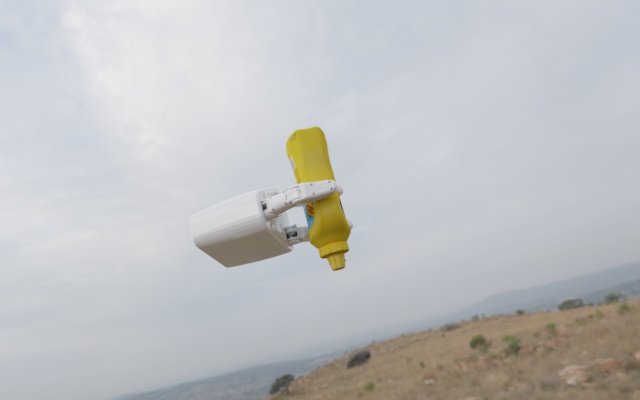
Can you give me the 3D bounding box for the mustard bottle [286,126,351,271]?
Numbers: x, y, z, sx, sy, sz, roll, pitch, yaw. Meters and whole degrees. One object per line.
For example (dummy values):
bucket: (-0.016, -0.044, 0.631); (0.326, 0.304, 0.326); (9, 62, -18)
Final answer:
mustard bottle: (0.000, 0.002, 0.656); (0.058, 0.191, 0.096); (-12, -16, -11)
